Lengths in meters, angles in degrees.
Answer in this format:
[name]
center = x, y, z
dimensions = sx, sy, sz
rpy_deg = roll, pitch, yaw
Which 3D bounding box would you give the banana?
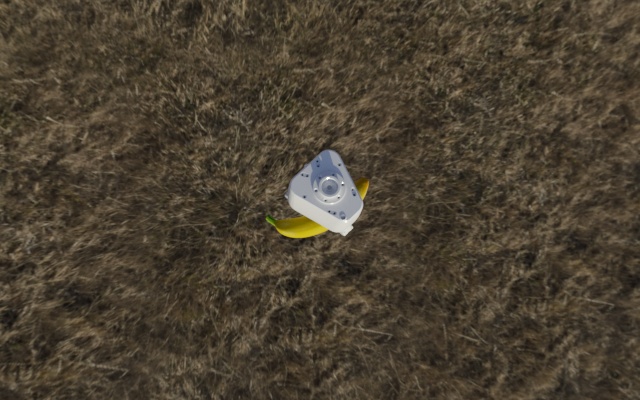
[banana]
center = 0.004, 0.020, 0.847
dimensions = 0.198, 0.069, 0.037
rpy_deg = -21, -18, -3
